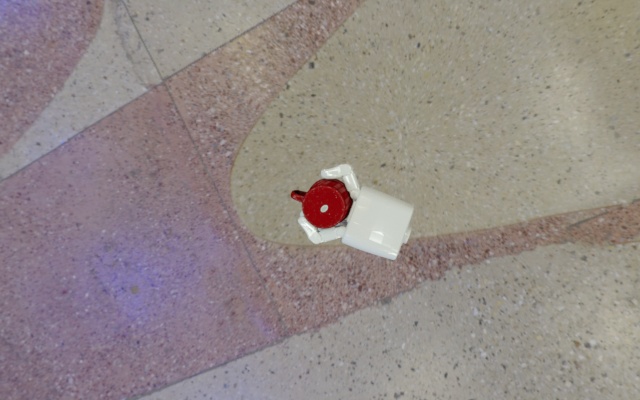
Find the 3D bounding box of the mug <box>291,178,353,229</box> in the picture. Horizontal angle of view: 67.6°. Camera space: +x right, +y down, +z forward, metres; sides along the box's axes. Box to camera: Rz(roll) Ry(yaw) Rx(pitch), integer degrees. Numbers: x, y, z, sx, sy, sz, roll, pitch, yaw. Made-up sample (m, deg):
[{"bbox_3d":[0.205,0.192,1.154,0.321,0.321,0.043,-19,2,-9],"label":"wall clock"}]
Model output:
[{"bbox_3d":[-0.001,0.002,0.894,0.117,0.093,0.081,20,10,6],"label":"mug"}]
